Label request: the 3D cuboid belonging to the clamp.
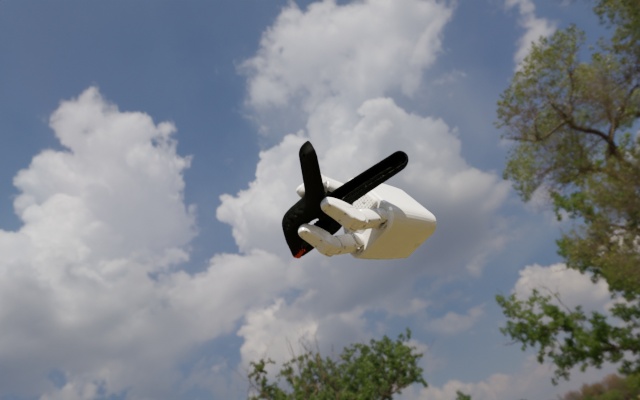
[{"bbox_3d":[0.000,0.002,0.628,0.164,0.036,0.210,8,-47,-41],"label":"clamp"}]
